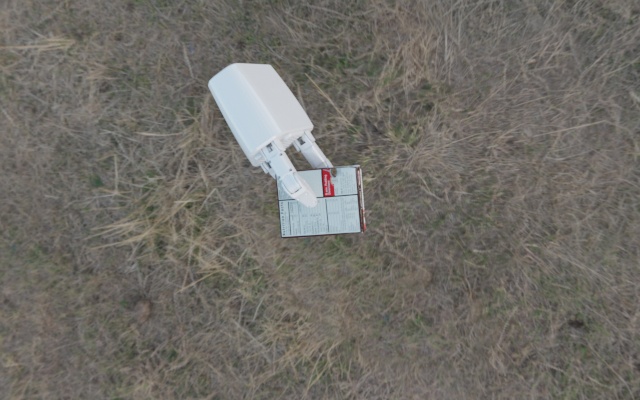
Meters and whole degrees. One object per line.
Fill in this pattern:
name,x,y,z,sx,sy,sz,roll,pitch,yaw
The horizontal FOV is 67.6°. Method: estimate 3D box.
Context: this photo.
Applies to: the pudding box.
pudding box,0.000,0.002,0.629,0.113,0.090,0.039,-4,3,12
